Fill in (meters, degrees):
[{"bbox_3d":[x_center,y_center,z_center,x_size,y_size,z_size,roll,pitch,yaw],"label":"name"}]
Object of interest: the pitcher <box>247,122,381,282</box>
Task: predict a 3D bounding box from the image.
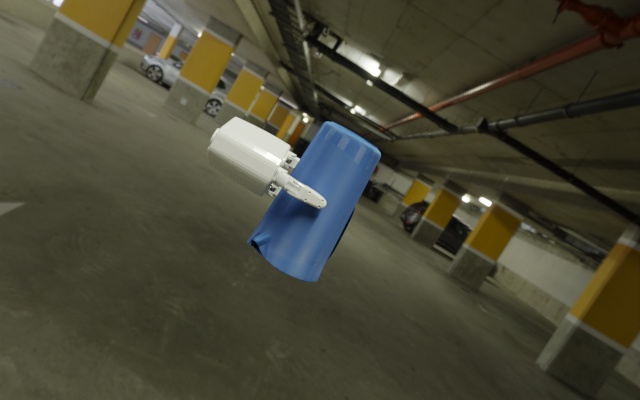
[{"bbox_3d":[0.000,0.002,0.786,0.145,0.243,0.149,30,5,-6],"label":"pitcher"}]
